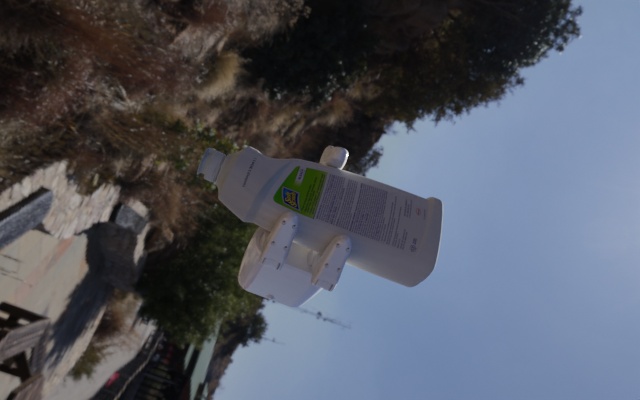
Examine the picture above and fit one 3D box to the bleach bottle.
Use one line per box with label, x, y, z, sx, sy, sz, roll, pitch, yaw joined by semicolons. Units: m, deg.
bleach bottle;0.000;0.002;0.495;0.251;0.102;0.068;22;-36;-8
